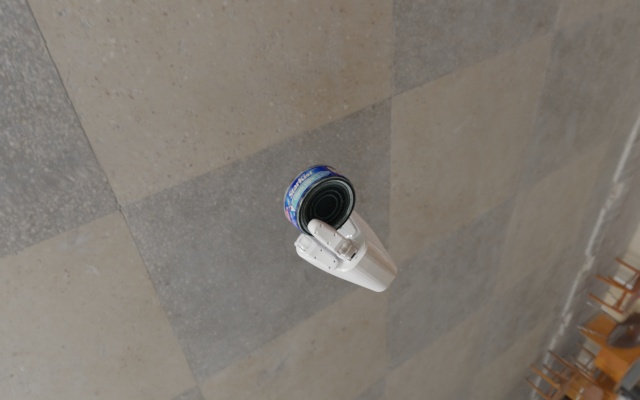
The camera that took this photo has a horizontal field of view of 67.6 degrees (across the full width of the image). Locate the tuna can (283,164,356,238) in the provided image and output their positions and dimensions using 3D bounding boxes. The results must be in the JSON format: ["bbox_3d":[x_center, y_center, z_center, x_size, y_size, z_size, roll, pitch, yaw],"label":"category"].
[{"bbox_3d":[0.000,0.002,0.580,0.086,0.086,0.033,0,27,-36],"label":"tuna can"}]
